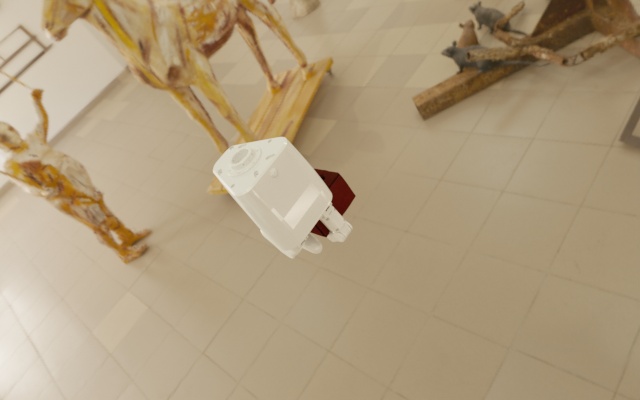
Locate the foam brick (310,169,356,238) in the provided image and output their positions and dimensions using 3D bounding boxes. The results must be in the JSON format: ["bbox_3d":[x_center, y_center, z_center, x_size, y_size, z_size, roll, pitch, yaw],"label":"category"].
[{"bbox_3d":[0.000,0.002,0.658,0.053,0.078,0.051,14,-30,47],"label":"foam brick"}]
